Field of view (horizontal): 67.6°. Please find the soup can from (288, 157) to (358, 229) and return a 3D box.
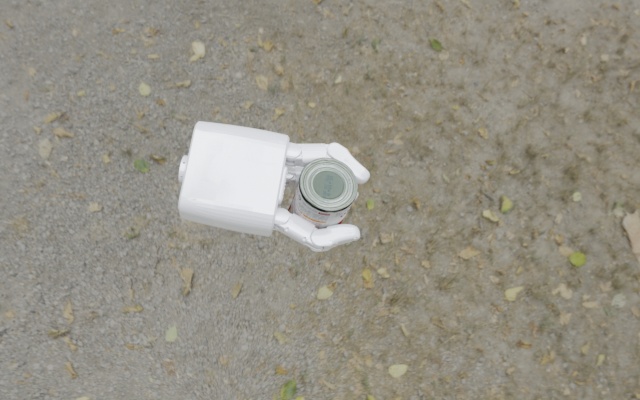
[{"bbox_3d":[0.001,0.002,0.561,0.068,0.068,0.102,0,-24,-11],"label":"soup can"}]
